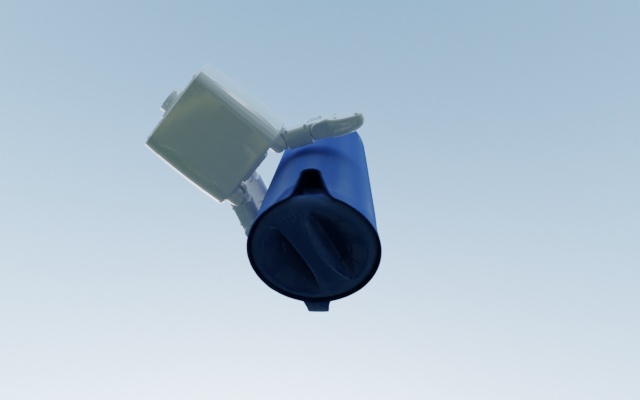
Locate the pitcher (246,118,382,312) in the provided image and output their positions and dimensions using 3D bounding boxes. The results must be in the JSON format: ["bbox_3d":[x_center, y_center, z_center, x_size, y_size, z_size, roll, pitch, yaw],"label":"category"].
[{"bbox_3d":[0.000,0.002,0.571,0.145,0.149,0.242,38,27,-17],"label":"pitcher"}]
